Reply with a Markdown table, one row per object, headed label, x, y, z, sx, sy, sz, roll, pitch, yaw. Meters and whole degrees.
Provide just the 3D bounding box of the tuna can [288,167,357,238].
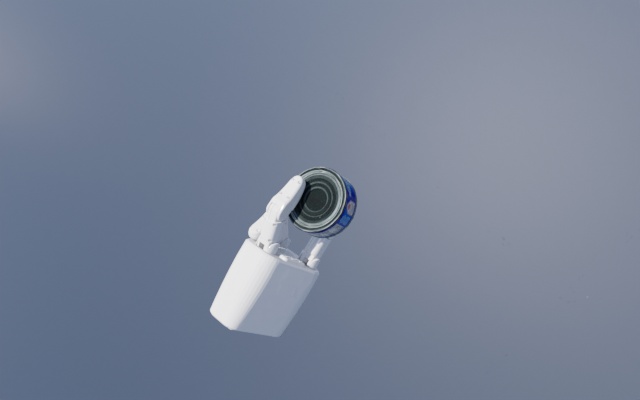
| label | x | y | z | sx | sy | sz | roll | pitch | yaw |
| --- | --- | --- | --- | --- | --- | --- | --- | --- | --- |
| tuna can | 0.000 | 0.002 | 0.596 | 0.086 | 0.086 | 0.034 | 0 | -15 | 27 |
